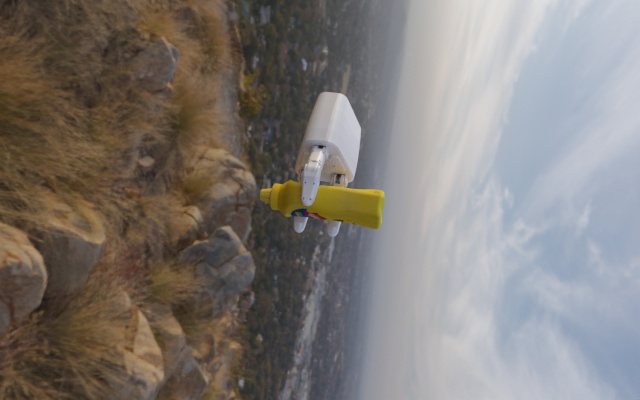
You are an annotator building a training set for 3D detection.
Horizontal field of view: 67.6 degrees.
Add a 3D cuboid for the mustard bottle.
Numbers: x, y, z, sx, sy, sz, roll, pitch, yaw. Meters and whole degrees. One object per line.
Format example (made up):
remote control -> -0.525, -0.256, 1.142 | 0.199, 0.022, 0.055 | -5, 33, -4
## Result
mustard bottle -> 0.000, 0.003, 0.734 | 0.191, 0.058, 0.096 | 8, -6, 9
